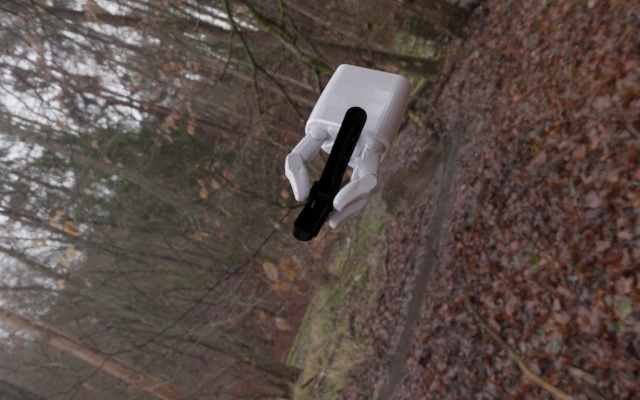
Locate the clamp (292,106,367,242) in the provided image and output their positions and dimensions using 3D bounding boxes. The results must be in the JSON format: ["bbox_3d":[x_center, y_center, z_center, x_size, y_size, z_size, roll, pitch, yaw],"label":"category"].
[{"bbox_3d":[-0.001,0.002,0.588,0.036,0.164,0.210,25,-25,3],"label":"clamp"}]
